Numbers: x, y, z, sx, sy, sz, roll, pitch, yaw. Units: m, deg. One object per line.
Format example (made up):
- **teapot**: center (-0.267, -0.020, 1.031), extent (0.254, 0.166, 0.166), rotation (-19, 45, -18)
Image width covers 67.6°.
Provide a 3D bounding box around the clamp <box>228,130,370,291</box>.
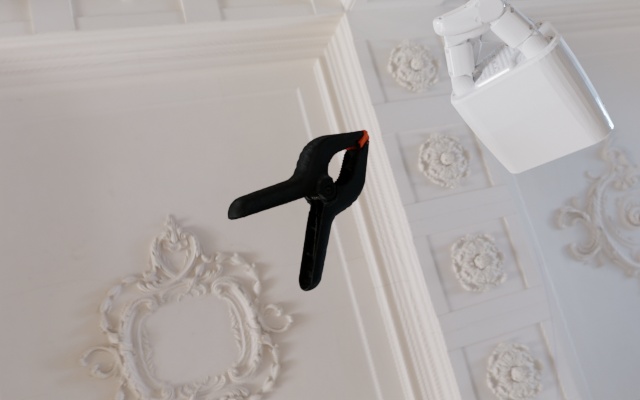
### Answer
- **clamp**: center (0.000, 0.001, 0.475), extent (0.171, 0.120, 0.039), rotation (-44, 31, -25)
